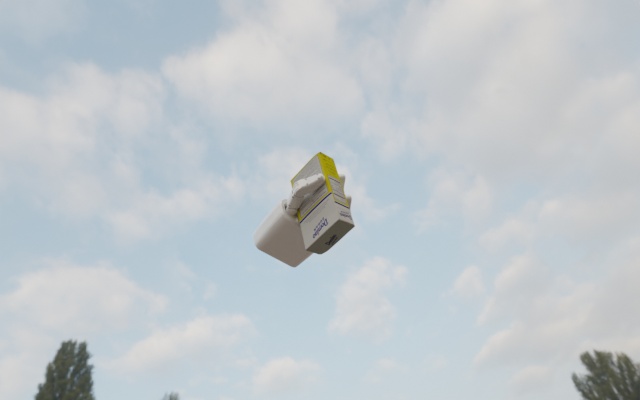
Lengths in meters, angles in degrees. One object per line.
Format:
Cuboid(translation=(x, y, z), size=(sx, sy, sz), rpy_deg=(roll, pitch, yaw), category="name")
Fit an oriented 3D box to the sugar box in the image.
Cuboid(translation=(0.000, 0.003, 0.872), size=(0.048, 0.176, 0.093), rpy_deg=(22, -53, -37), category="sugar box")
